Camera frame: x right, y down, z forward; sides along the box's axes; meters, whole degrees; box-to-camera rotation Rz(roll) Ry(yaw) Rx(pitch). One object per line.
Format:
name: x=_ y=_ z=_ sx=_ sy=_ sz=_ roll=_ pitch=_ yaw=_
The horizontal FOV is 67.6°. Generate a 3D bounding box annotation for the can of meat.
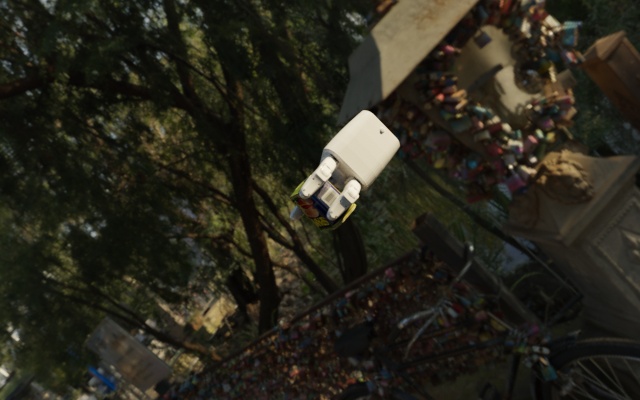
can of meat: x=0.000 y=0.002 z=0.804 sx=0.084 sy=0.057 sz=0.102 roll=44 pitch=-16 yaw=-8
